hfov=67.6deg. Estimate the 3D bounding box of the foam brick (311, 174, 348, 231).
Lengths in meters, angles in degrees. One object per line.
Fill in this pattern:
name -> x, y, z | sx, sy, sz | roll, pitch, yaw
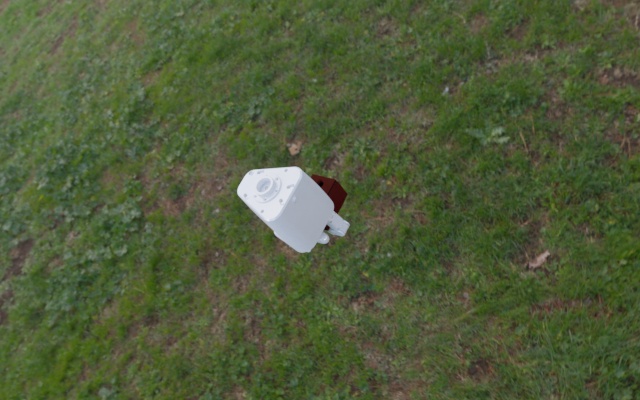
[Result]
foam brick -> 0.000, 0.002, 0.813 | 0.053, 0.078, 0.051 | 15, -20, 38
